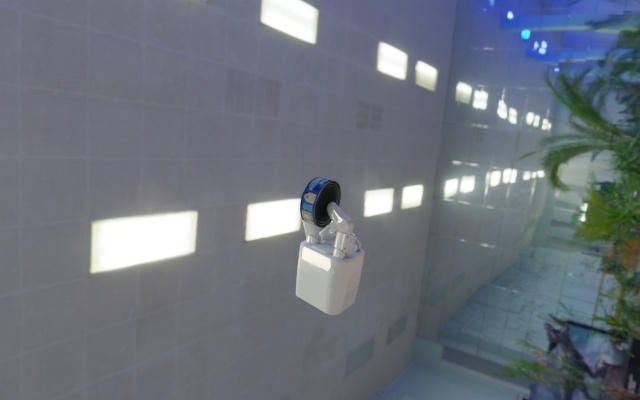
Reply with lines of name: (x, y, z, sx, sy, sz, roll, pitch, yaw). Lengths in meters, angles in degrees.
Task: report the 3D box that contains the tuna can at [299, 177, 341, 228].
tuna can: (0.000, 0.003, 0.837, 0.033, 0.086, 0.086, 18, 9, 28)
